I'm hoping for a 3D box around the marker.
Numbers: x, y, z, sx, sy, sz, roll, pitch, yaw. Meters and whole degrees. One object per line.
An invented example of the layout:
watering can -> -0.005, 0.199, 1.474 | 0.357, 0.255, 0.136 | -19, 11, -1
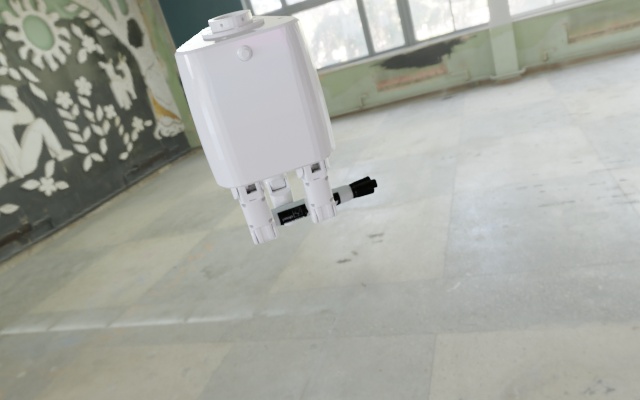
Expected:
marker -> 0.000, 0.002, 0.476 | 0.121, 0.020, 0.020 | -19, 3, -8
